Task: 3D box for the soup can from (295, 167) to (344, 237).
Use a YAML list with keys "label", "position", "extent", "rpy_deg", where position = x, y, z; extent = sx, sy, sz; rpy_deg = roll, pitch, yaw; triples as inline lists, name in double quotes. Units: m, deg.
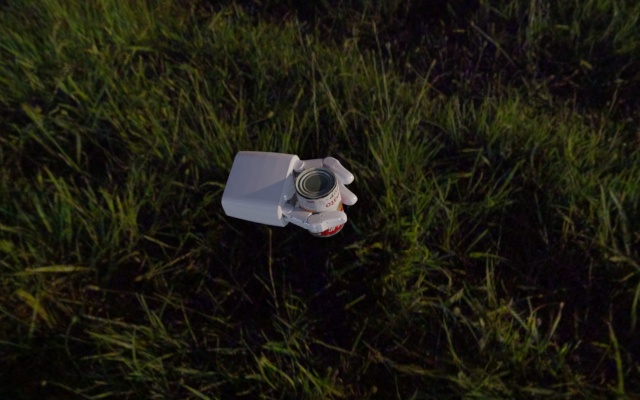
- label: "soup can"
  position: [0.001, 0.002, 0.770]
  extent: [0.068, 0.068, 0.102]
  rpy_deg: [0, -39, 11]
